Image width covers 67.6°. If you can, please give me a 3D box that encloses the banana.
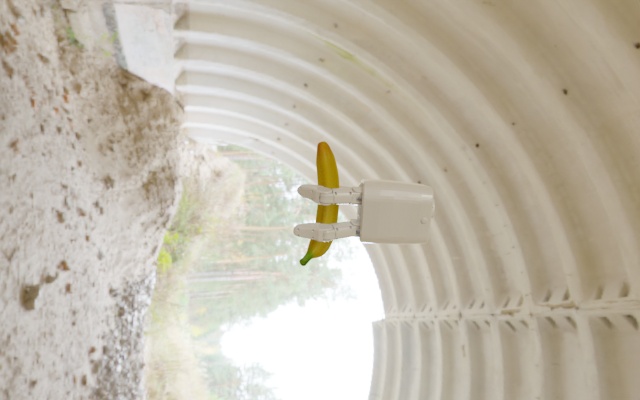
[{"bbox_3d":[0.007,0.007,0.770,0.037,0.198,0.069,7,0,22],"label":"banana"}]
